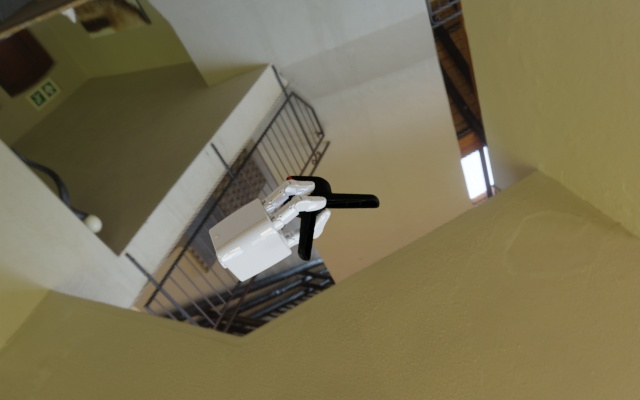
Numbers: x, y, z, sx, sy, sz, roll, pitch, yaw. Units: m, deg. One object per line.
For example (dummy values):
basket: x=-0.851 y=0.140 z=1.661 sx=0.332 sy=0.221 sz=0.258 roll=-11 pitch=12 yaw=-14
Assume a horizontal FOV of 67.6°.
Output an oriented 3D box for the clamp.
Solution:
clamp: x=0.000 y=0.003 z=0.864 sx=0.164 sy=0.036 sz=0.210 roll=-32 pitch=39 yaw=-4
